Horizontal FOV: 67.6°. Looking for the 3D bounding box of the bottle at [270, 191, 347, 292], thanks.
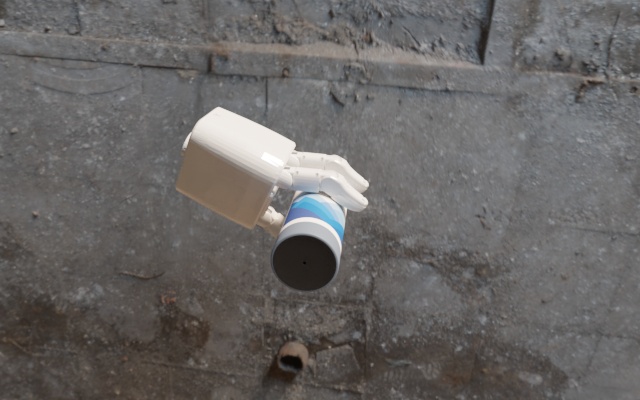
[{"bbox_3d":[0.000,0.002,0.590,0.069,0.069,0.295,0,23,7],"label":"bottle"}]
